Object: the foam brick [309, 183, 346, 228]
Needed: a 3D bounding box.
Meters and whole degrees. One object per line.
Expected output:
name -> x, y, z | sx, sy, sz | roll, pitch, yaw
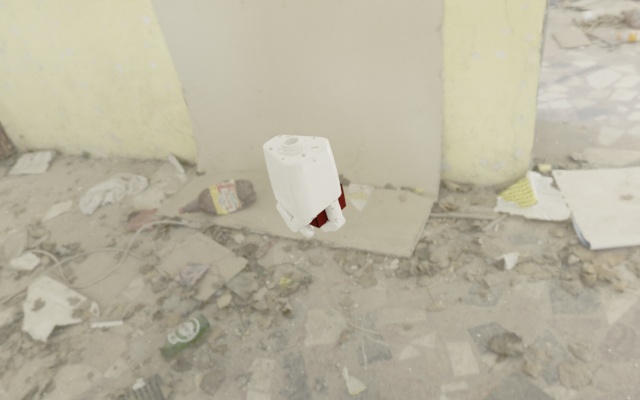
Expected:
foam brick -> 0.000, 0.003, 0.855 | 0.053, 0.051, 0.078 | 21, 46, 40
